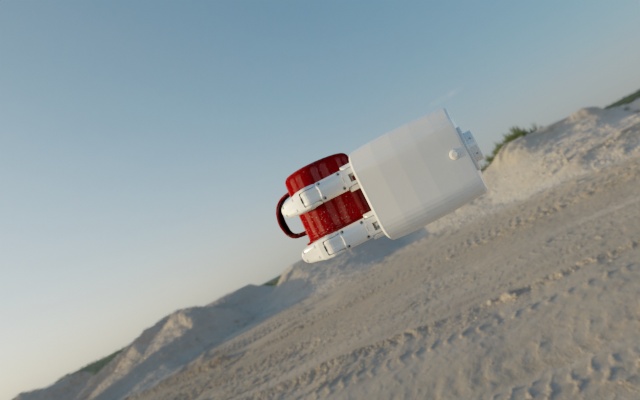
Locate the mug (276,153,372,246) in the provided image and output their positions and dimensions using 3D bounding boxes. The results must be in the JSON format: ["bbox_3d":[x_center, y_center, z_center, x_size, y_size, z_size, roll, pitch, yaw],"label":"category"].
[{"bbox_3d":[-0.001,0.002,0.561,0.117,0.081,0.093,-26,-5,19],"label":"mug"}]
